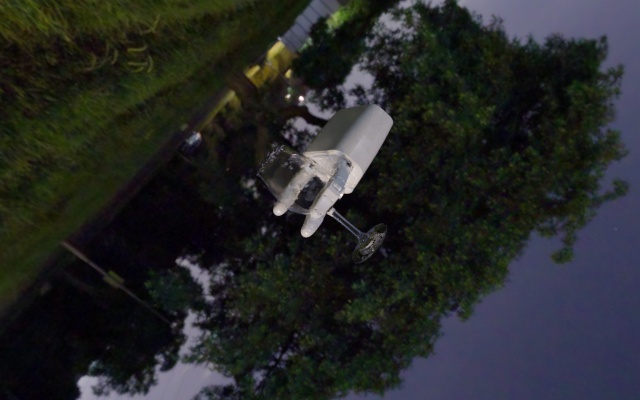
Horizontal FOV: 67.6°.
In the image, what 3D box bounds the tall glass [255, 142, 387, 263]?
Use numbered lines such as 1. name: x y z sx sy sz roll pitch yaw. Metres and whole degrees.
1. tall glass: 0.001 0.003 0.698 0.201 0.079 0.079 40 -11 -13
